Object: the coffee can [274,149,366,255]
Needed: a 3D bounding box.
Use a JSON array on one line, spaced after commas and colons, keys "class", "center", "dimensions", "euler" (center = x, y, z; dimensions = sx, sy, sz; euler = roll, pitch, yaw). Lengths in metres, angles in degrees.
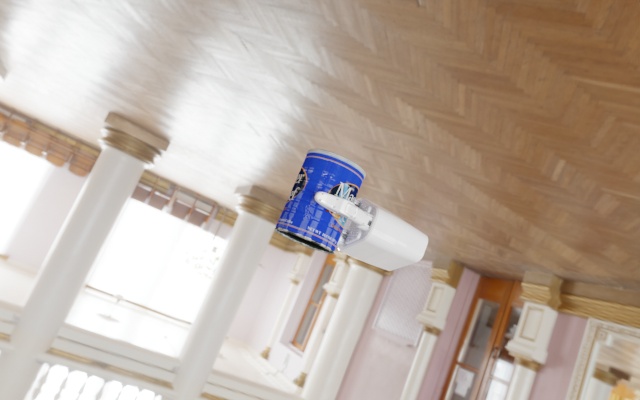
[{"class": "coffee can", "center": [0.000, 0.002, 0.766], "dimensions": [0.103, 0.140, 0.103], "euler": [22, -11, 4]}]
